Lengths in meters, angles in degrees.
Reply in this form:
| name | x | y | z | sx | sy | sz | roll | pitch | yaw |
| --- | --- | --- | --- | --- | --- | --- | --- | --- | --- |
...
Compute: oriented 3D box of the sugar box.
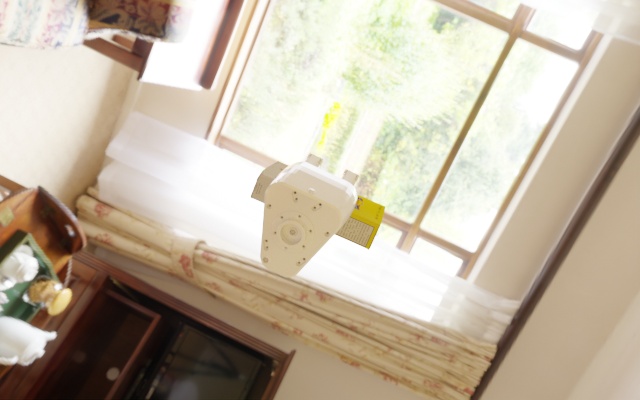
| name | x | y | z | sx | sy | sz | roll | pitch | yaw |
| --- | --- | --- | --- | --- | --- | --- | --- | --- | --- |
| sugar box | 0.000 | 0.002 | 0.671 | 0.176 | 0.048 | 0.093 | 25 | 19 | 4 |
